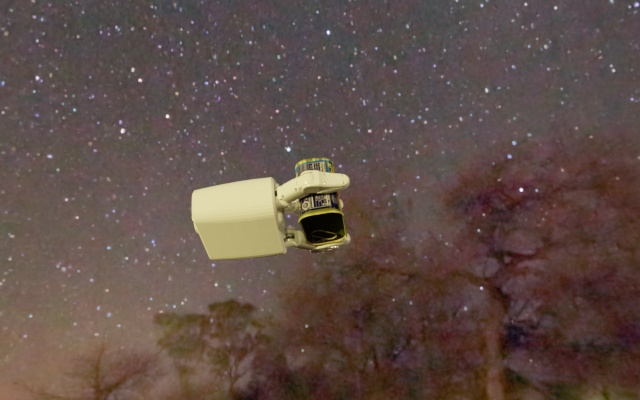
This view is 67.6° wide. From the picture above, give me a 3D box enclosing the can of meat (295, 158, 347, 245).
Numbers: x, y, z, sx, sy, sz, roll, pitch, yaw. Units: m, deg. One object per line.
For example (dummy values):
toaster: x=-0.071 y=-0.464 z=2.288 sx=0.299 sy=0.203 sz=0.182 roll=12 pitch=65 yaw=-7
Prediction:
can of meat: x=0.000 y=0.002 z=0.644 sx=0.057 sy=0.084 sz=0.102 roll=-9 pitch=-27 yaw=3
